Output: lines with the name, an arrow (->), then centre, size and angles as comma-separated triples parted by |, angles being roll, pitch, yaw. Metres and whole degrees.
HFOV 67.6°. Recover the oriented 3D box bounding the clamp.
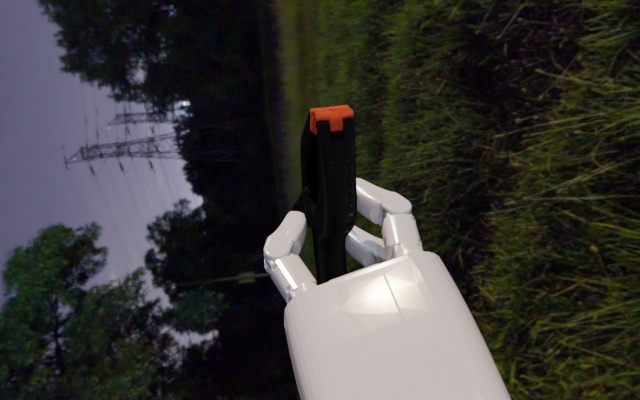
clamp -> -0.001, 0.001, 0.408 | 0.036, 0.210, 0.164 | -9, 44, -11
